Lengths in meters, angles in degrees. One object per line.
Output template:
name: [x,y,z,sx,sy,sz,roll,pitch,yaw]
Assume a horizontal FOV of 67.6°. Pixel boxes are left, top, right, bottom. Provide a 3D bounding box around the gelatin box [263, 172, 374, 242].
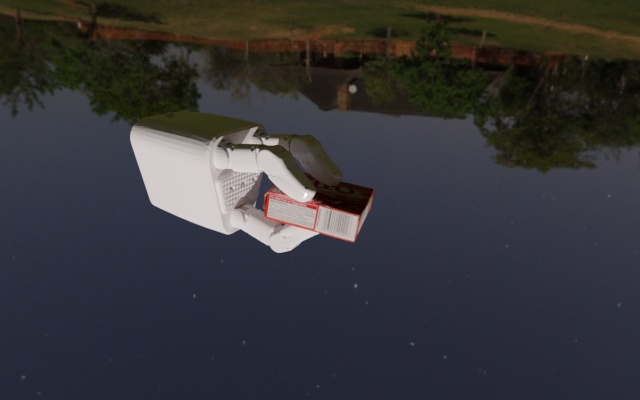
gelatin box: [0.000,0.002,0.453,0.089,0.030,0.073,15,23,11]
